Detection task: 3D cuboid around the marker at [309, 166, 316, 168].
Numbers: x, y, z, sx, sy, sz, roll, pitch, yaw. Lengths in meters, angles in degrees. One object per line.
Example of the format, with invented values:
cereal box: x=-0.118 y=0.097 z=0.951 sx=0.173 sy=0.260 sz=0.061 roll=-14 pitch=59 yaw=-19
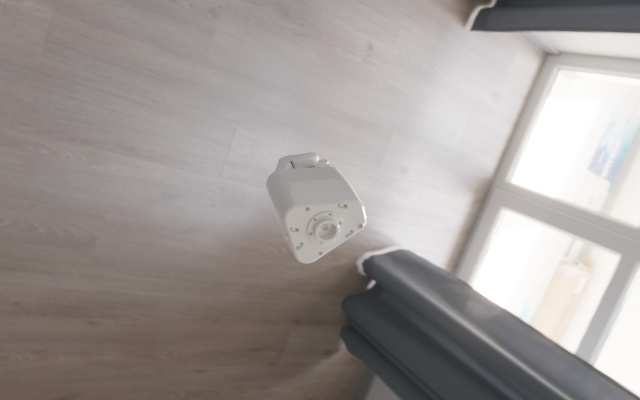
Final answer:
marker: x=0.000 y=0.002 z=0.742 sx=0.020 sy=0.121 sz=0.020 roll=-13 pitch=31 yaw=8
